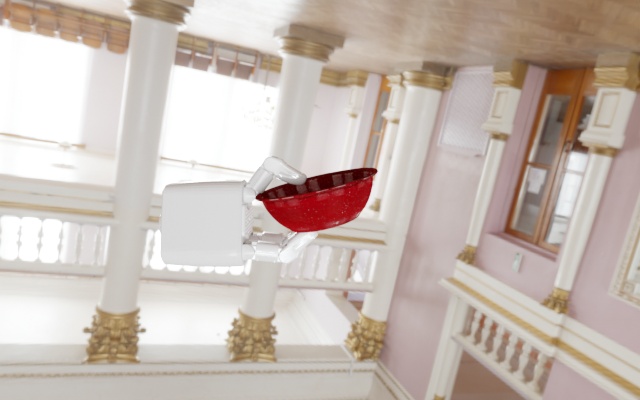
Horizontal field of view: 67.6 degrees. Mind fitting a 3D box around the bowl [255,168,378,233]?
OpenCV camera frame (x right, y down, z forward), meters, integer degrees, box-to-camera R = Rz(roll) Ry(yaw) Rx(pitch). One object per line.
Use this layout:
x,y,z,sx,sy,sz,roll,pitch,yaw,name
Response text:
0.001,0.002,0.618,0.162,0.055,0.162,-13,9,2,bowl
